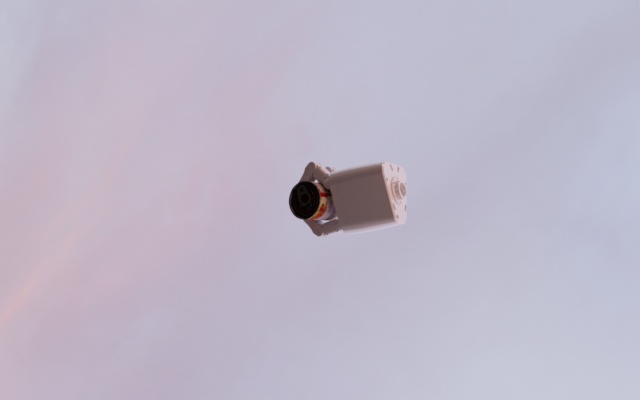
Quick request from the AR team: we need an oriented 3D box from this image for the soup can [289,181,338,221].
[{"bbox_3d":[0.000,0.003,0.865,0.068,0.068,0.102,0,-4,35],"label":"soup can"}]
